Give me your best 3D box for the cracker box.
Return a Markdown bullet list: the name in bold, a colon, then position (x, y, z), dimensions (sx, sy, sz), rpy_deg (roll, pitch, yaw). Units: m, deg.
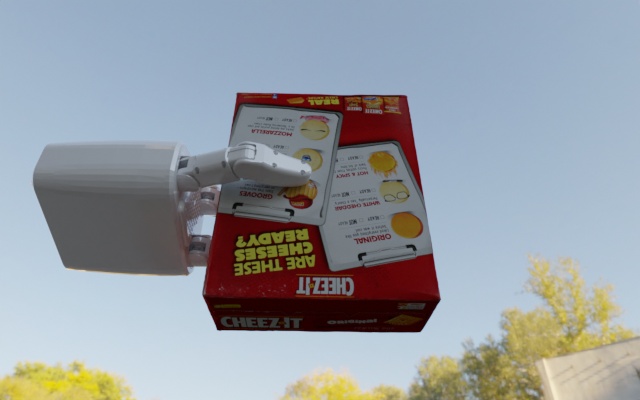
- **cracker box**: position (0.000, 0.001, 0.409), dimensions (0.164, 0.213, 0.072), rpy_deg (1, -37, -1)
